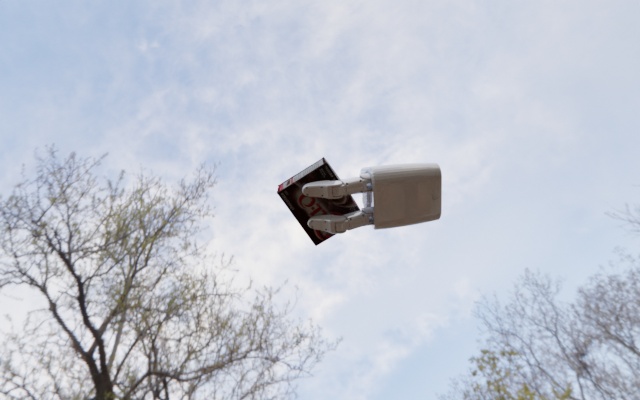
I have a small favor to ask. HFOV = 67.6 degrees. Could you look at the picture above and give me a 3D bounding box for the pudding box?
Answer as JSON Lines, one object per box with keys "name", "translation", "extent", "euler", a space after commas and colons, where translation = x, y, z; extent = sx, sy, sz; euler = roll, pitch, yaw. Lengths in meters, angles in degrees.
{"name": "pudding box", "translation": [0.000, 0.002, 0.740], "extent": [0.090, 0.113, 0.039], "euler": [-32, 19, 9]}
